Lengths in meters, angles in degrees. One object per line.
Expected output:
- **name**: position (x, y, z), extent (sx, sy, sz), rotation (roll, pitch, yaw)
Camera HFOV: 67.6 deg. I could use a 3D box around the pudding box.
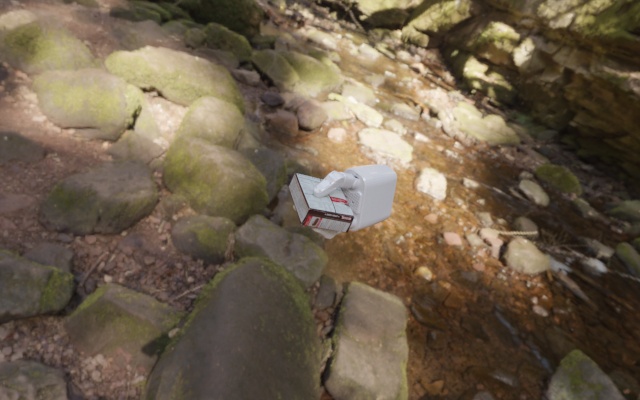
- **pudding box**: position (0.000, 0.003, 0.832), extent (0.090, 0.039, 0.113), rotation (10, 31, -24)
